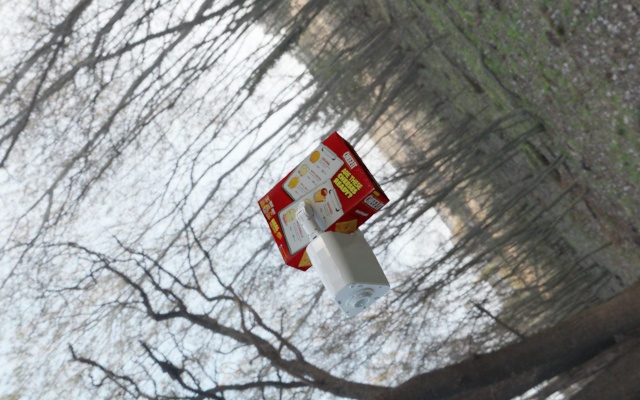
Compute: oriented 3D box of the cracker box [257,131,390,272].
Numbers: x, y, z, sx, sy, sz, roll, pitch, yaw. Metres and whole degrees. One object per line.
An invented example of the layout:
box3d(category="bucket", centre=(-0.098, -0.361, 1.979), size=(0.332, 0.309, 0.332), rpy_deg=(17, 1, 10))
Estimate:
box3d(category="cracker box", centre=(0.000, 0.003, 0.892), size=(0.214, 0.164, 0.072), rpy_deg=(-41, -38, 14))
